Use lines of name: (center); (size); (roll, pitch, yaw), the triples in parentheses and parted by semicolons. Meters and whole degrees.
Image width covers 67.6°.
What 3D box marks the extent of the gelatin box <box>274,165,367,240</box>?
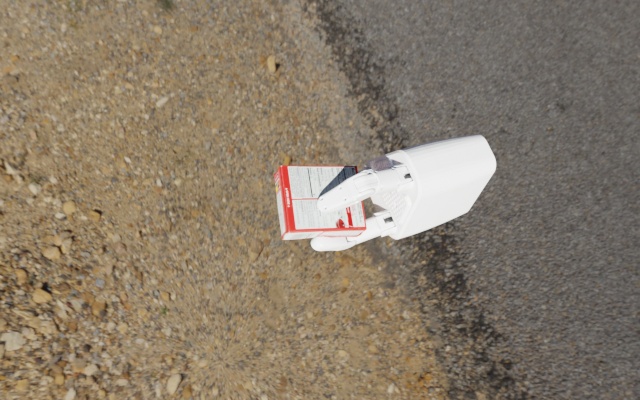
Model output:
gelatin box: (0.000, 0.001, 0.501); (0.089, 0.073, 0.030); (-1, -20, -21)
